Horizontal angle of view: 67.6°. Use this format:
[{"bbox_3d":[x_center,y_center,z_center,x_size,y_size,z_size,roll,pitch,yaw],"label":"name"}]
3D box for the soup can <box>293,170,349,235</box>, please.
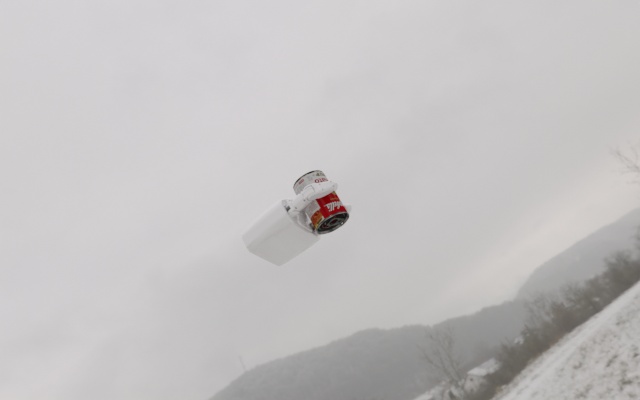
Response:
[{"bbox_3d":[0.000,0.002,0.887,0.068,0.102,0.068,-24,-25,-12],"label":"soup can"}]
